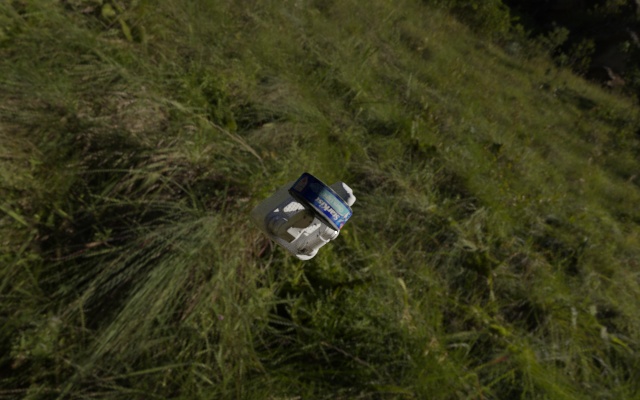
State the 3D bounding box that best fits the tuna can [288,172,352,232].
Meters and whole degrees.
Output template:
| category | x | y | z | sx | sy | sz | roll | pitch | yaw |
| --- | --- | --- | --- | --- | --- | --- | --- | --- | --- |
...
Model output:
| category | x | y | z | sx | sy | sz | roll | pitch | yaw |
| --- | --- | --- | --- | --- | --- | --- | --- | --- | --- |
| tuna can | 0.000 | 0.002 | 0.628 | 0.086 | 0.034 | 0.086 | 39 | -7 | 6 |
